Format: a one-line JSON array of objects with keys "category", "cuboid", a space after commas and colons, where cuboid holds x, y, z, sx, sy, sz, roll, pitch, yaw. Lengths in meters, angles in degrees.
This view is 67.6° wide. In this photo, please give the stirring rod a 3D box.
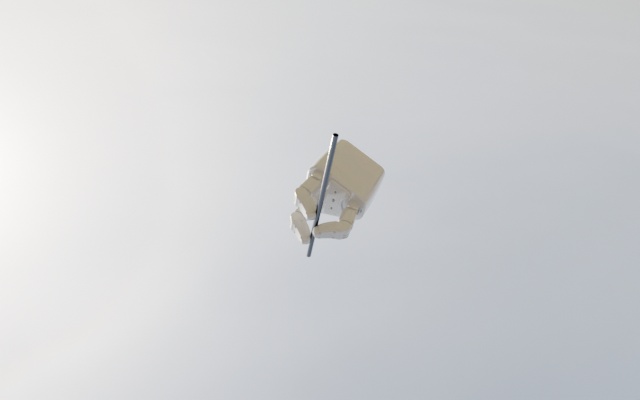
[{"category": "stirring rod", "cuboid": [0.000, 0.002, 0.697, 0.011, 0.240, 0.011, 7, 43, -6]}]
